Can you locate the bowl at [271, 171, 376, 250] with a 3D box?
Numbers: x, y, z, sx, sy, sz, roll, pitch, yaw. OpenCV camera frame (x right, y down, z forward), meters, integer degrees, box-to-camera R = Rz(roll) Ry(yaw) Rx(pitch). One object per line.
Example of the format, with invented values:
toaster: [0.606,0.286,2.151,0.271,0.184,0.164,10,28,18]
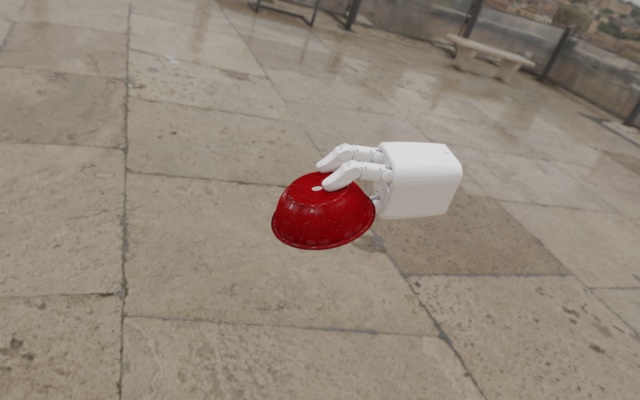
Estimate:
bowl: [-0.001,0.002,0.713,0.162,0.055,0.162,-7,34,5]
